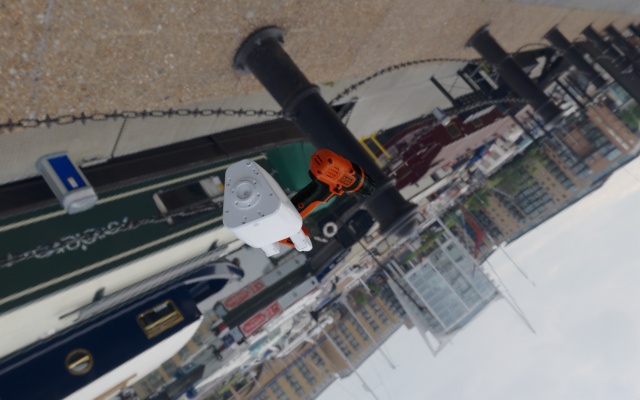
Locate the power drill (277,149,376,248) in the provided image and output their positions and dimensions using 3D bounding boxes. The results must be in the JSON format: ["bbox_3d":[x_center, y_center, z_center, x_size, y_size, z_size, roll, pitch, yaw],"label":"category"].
[{"bbox_3d":[0.000,0.003,0.857,0.184,0.188,0.057,25,21,-52],"label":"power drill"}]
